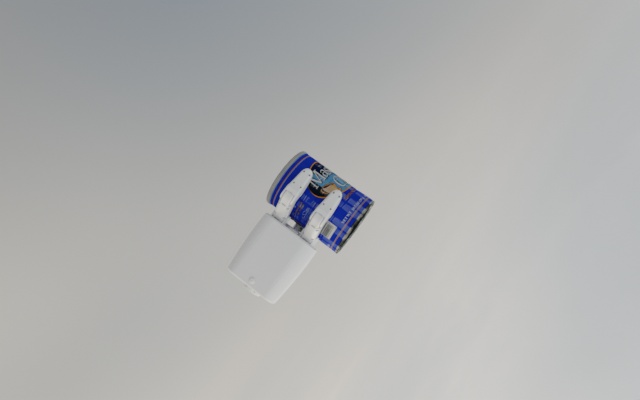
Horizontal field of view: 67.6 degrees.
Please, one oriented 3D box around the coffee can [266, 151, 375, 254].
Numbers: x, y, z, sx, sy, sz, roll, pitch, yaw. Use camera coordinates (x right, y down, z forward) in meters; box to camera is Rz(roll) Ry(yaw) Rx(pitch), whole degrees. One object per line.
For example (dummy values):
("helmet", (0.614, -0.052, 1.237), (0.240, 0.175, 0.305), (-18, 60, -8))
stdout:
("coffee can", (0.000, 0.002, 0.763), (0.140, 0.103, 0.103), (36, 6, 9))
